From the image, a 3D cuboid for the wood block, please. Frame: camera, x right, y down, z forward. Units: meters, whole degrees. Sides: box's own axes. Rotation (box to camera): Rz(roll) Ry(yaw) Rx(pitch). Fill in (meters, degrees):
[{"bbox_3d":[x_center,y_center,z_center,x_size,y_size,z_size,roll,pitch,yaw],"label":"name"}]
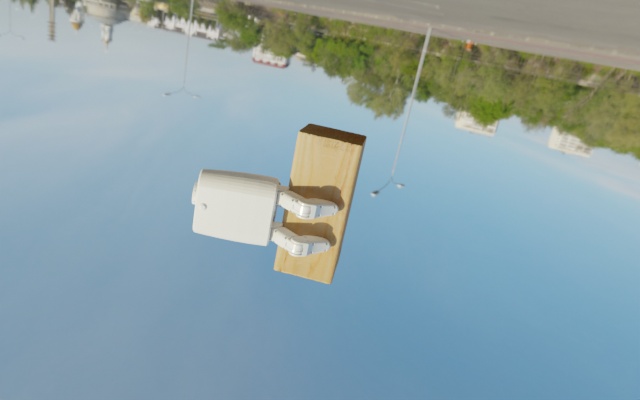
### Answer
[{"bbox_3d":[0.000,0.002,0.697,0.090,0.206,0.090,13,18,5],"label":"wood block"}]
